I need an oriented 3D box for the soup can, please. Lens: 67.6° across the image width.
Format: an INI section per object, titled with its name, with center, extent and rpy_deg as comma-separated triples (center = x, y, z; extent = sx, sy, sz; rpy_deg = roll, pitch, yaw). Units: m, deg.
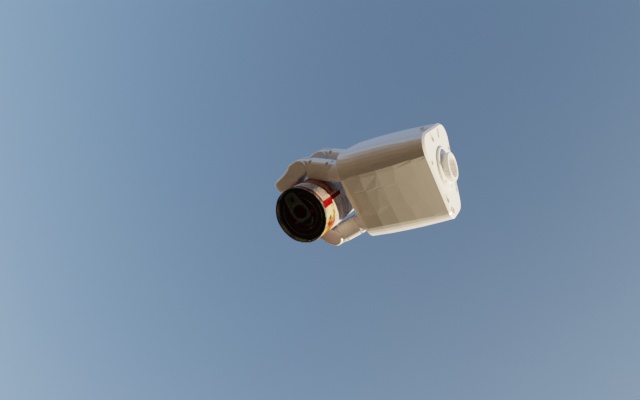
[soup can]
center = 0.000, 0.002, 0.592
extent = 0.068, 0.068, 0.102
rpy_deg = 0, 18, 29
